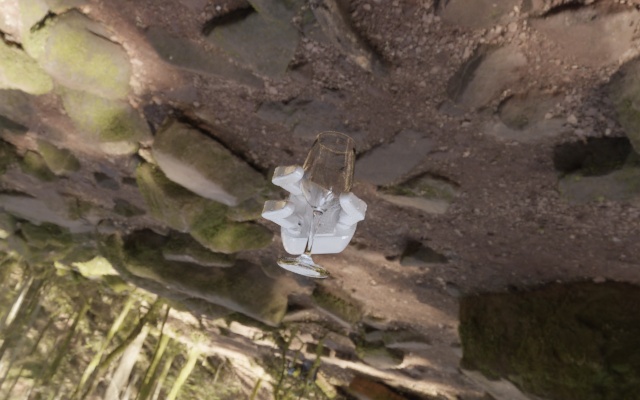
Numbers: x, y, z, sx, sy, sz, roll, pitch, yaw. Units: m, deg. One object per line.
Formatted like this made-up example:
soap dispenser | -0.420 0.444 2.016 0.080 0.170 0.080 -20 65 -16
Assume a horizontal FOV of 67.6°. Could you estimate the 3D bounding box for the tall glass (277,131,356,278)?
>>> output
tall glass | 0.000 0.003 0.679 0.079 0.201 0.079 13 -21 5
